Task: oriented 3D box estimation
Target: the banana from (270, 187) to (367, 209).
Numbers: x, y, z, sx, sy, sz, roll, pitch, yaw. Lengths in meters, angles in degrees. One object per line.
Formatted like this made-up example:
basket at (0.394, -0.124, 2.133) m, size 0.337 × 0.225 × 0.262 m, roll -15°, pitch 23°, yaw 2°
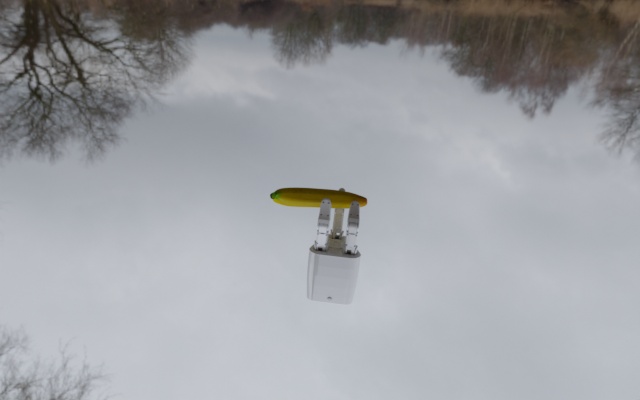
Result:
banana at (-0.010, -0.002, 0.915) m, size 0.198 × 0.037 × 0.069 m, roll 2°, pitch 14°, yaw -22°
